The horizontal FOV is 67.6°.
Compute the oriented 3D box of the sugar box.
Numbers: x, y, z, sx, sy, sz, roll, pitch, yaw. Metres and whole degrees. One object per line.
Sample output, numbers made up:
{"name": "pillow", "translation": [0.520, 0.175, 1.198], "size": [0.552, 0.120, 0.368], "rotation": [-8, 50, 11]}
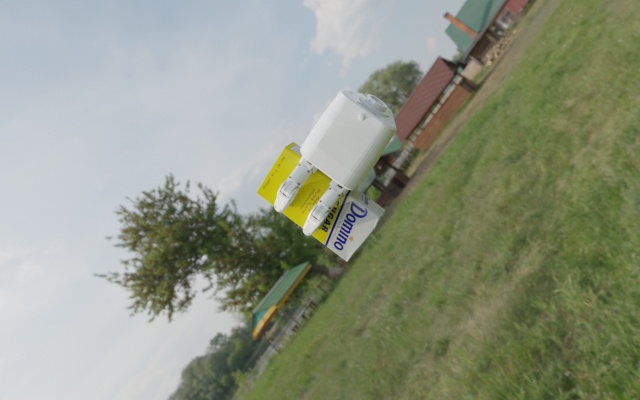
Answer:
{"name": "sugar box", "translation": [0.000, 0.002, 0.719], "size": [0.176, 0.093, 0.048], "rotation": [37, 24, 5]}
